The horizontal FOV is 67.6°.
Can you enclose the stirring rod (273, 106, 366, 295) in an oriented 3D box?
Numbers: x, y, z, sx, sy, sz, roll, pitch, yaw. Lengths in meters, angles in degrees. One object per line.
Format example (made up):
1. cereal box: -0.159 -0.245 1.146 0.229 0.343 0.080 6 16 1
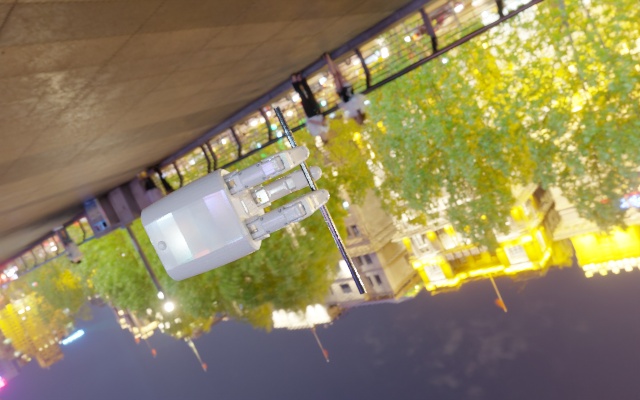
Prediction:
1. stirring rod: 0.000 0.002 0.558 0.011 0.239 0.011 -25 5 3
